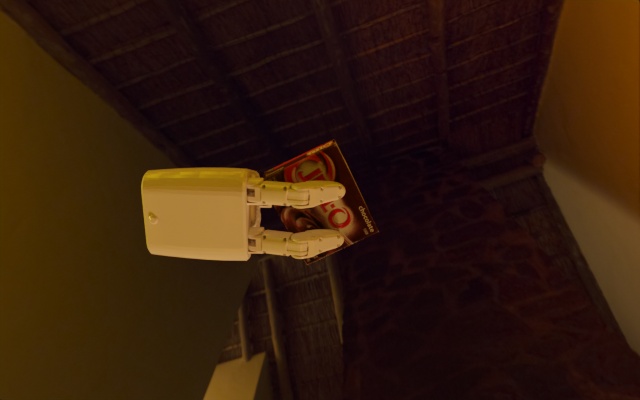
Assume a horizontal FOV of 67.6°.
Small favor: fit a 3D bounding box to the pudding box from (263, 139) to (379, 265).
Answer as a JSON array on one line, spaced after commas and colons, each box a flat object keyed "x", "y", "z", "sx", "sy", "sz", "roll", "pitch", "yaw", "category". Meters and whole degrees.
[{"x": 0.000, "y": 0.002, "z": 0.528, "sx": 0.090, "sy": 0.113, "sz": 0.039, "roll": -26, "pitch": 17, "yaw": 8, "category": "pudding box"}]
